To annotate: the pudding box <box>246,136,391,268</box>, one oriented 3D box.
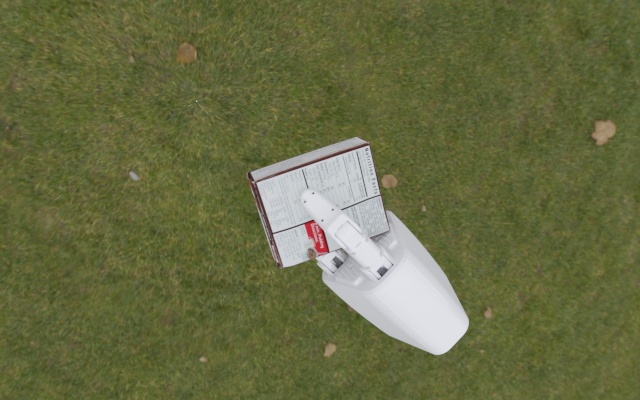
[{"bbox_3d":[0.000,0.002,0.436,0.113,0.090,0.039,-19,19,-12],"label":"pudding box"}]
